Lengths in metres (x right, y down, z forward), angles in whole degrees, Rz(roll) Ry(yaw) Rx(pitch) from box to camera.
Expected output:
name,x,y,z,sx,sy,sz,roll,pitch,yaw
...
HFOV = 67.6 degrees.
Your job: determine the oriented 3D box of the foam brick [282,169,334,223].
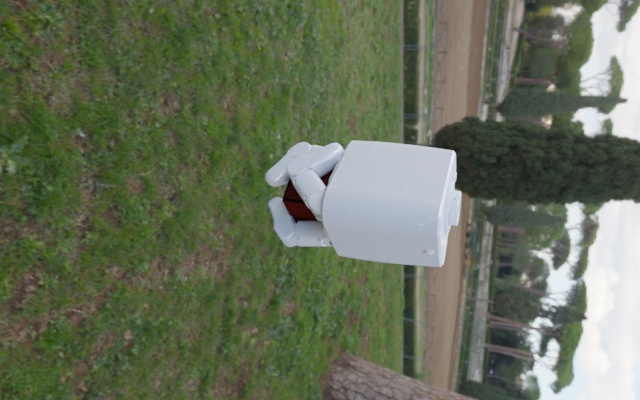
name,x,y,z,sx,sy,sz,roll,pitch,yaw
foam brick,0.000,0.002,0.512,0.051,0.053,0.078,6,-30,20
